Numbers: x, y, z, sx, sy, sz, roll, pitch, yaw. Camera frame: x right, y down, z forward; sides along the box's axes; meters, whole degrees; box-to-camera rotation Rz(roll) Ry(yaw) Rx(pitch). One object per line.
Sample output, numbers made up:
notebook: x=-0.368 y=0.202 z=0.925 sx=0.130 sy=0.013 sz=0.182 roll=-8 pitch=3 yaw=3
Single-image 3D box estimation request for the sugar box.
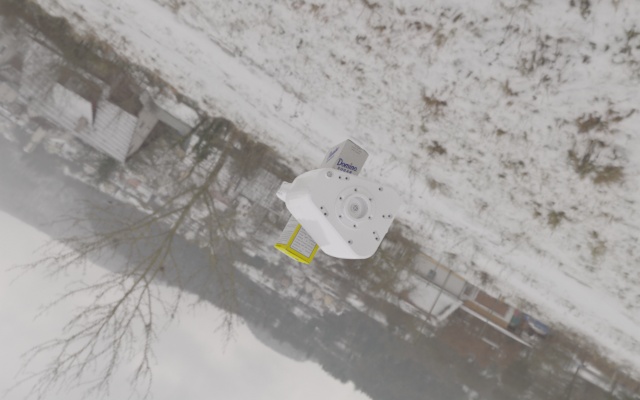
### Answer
sugar box: x=0.001 y=0.003 z=0.684 sx=0.048 sy=0.176 sz=0.093 roll=34 pitch=-11 yaw=-12
